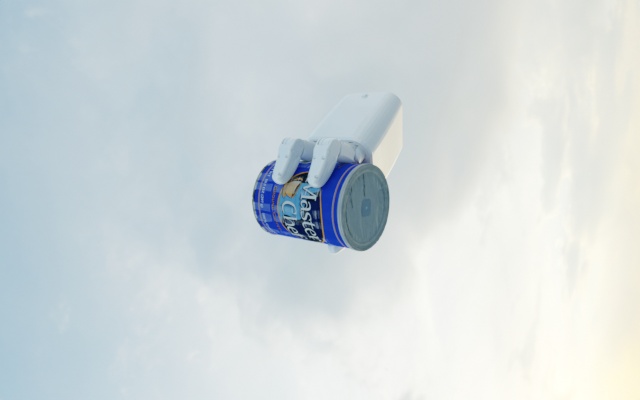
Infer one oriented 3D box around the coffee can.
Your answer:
[{"bbox_3d":[0.000,0.002,0.596,0.140,0.103,0.103,7,4,38],"label":"coffee can"}]
